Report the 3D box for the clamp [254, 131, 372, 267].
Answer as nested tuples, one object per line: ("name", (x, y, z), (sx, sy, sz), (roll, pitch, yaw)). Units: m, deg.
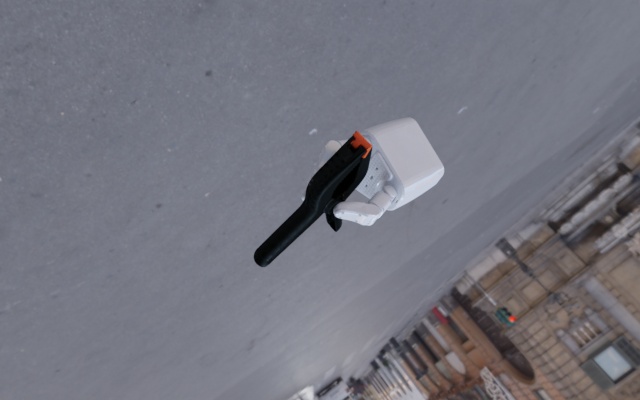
("clamp", (0.001, 0.002, 0.609), (0.164, 0.036, 0.210), (-27, -24, -39))
